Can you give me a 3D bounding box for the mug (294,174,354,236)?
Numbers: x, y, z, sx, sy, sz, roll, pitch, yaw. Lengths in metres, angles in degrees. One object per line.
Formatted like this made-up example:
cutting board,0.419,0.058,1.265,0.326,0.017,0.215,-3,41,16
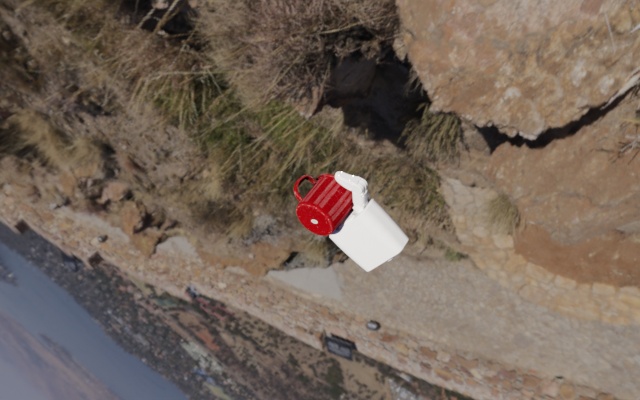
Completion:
mug,-0.001,0.002,0.882,0.081,0.117,0.093,-51,8,-34
